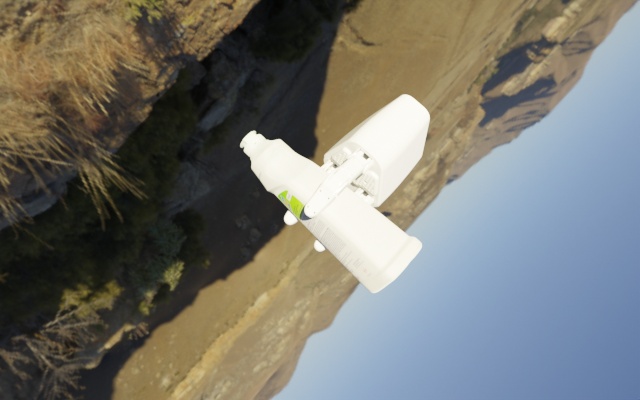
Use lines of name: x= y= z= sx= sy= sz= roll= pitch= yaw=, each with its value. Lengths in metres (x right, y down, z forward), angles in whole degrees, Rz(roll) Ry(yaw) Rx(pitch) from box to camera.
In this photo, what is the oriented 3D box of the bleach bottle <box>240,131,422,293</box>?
bleach bottle: x=0.000 y=0.002 z=0.589 sx=0.068 sy=0.251 sz=0.103 roll=-44 pitch=-8 yaw=-24
